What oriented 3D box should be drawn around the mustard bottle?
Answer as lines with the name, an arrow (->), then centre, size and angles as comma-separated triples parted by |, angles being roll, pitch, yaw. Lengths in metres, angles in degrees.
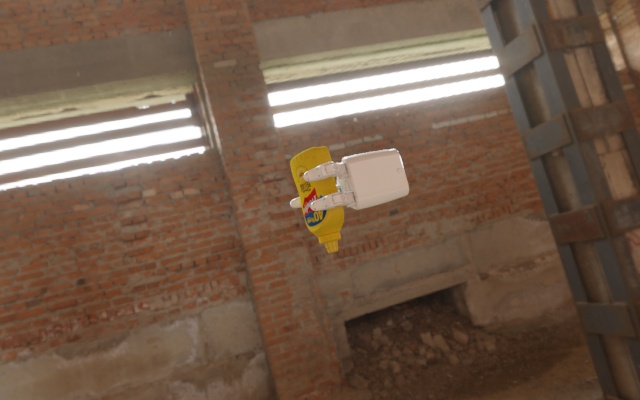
mustard bottle -> 0.000, 0.003, 0.890 | 0.058, 0.191, 0.096 | -10, -9, -37
